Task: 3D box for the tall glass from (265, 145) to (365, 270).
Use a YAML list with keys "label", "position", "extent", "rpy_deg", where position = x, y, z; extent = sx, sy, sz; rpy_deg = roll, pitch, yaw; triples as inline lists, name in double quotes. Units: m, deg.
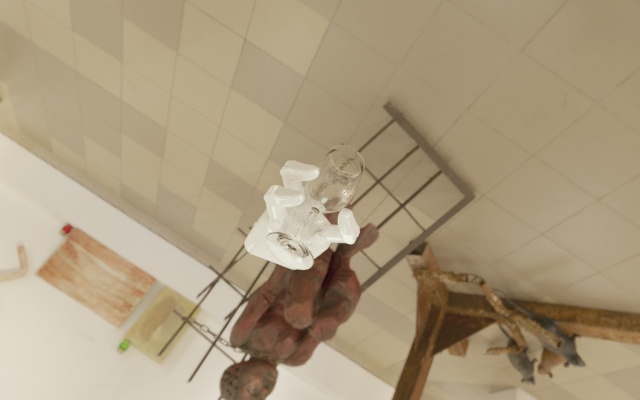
- label: "tall glass"
  position: [0.000, 0.003, 0.707]
  extent: [0.079, 0.079, 0.201]
  rpy_deg: [0, 43, 36]
